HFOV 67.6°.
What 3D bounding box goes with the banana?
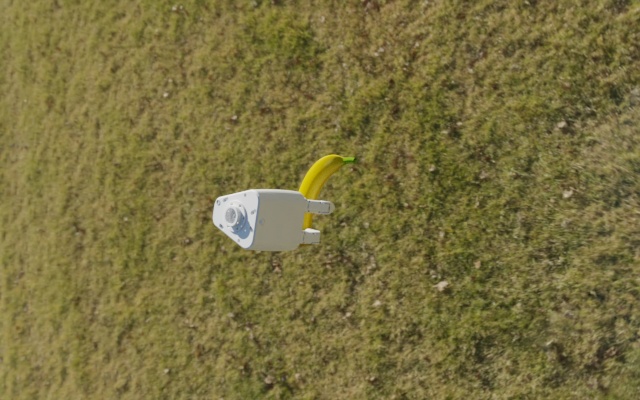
[{"bbox_3d":[-0.011,-0.010,0.888,0.069,0.198,0.037,40,19,31],"label":"banana"}]
